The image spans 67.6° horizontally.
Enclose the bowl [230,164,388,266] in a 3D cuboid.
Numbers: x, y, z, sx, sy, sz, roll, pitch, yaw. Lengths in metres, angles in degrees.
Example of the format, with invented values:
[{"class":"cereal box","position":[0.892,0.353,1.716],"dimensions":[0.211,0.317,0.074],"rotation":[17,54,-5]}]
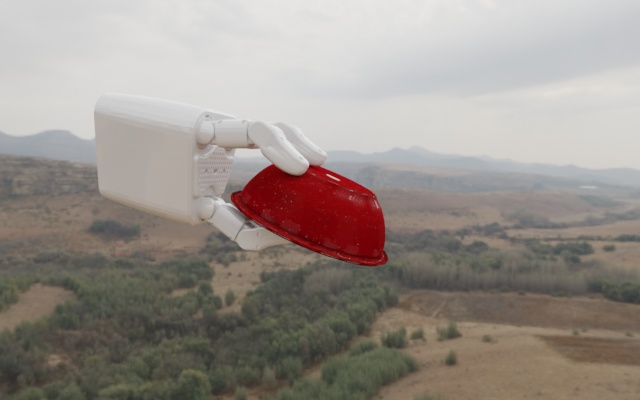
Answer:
[{"class":"bowl","position":[0.001,0.002,0.455],"dimensions":[0.162,0.055,0.162],"rotation":[23,9,-4]}]
